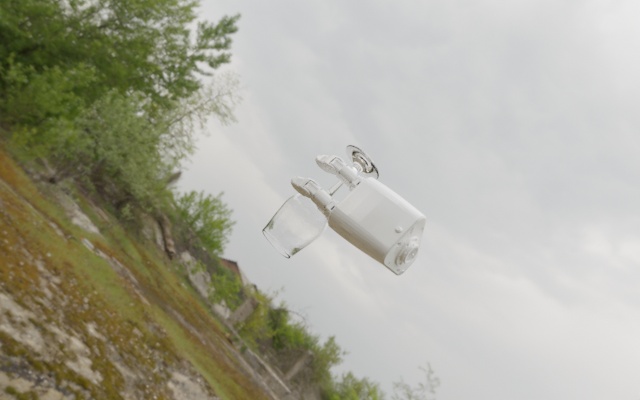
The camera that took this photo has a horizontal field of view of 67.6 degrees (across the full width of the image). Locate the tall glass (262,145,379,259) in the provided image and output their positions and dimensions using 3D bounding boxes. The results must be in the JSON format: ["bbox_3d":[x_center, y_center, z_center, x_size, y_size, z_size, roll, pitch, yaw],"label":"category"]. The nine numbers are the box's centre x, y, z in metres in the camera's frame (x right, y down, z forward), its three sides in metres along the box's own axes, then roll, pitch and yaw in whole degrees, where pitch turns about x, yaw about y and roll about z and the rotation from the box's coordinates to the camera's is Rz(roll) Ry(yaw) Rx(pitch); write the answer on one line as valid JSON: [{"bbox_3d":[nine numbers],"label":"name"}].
[{"bbox_3d":[0.001,0.002,0.765,0.201,0.079,0.079,-43,14,-15],"label":"tall glass"}]
